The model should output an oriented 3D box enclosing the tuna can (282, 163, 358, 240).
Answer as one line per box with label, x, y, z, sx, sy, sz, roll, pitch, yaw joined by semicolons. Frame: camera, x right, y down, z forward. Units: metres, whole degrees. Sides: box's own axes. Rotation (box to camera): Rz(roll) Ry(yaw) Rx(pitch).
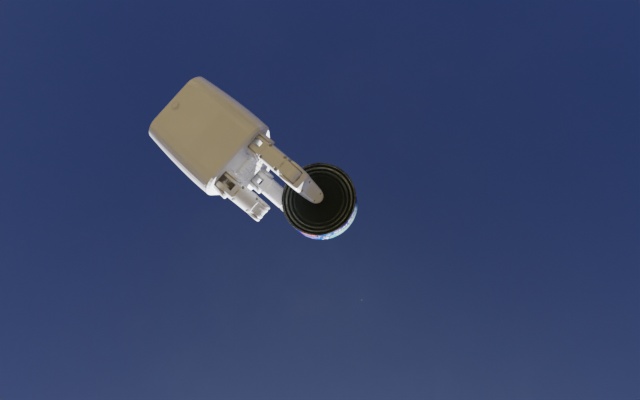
tuna can;0.000;0.002;0.556;0.086;0.086;0.034;0;-15;9
